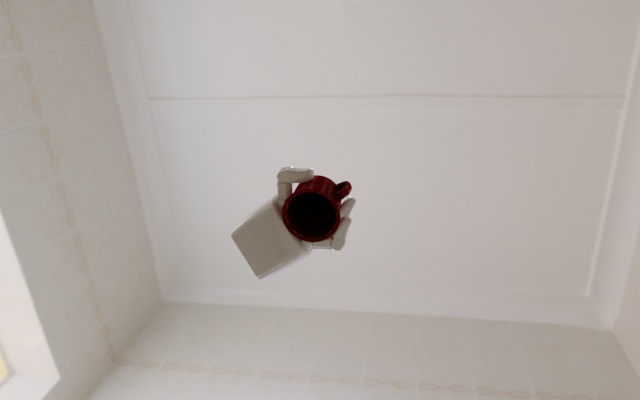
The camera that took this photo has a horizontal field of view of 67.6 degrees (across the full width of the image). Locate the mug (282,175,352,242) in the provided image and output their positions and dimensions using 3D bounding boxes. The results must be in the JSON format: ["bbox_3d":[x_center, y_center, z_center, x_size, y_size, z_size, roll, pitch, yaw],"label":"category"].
[{"bbox_3d":[0.001,0.002,0.775,0.117,0.093,0.081,-33,15,21],"label":"mug"}]
